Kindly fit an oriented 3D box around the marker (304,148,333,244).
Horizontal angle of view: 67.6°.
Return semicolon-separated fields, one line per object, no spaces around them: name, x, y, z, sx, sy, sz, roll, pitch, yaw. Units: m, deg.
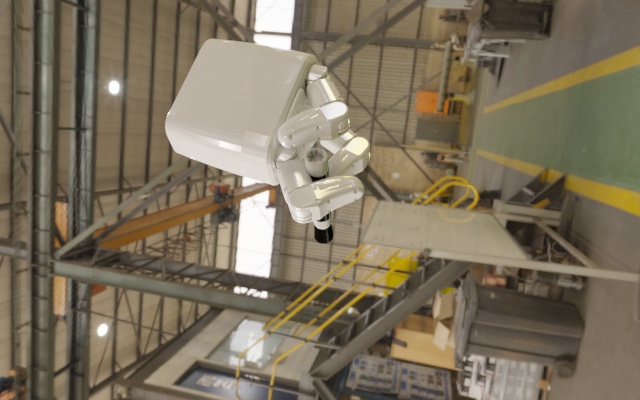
marker;0.000;0.001;0.421;0.020;0.020;0.121;0;-37;4
